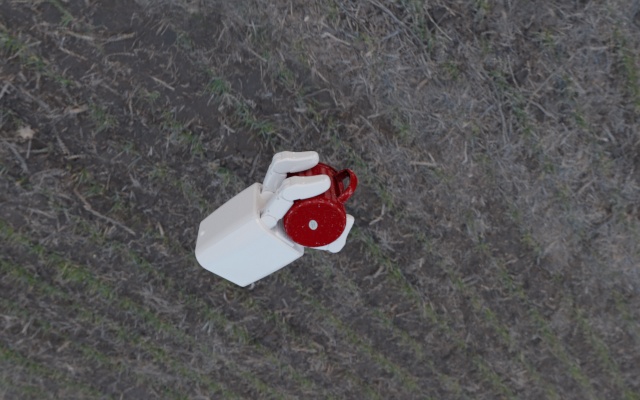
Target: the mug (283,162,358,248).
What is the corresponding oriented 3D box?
[{"bbox_3d":[0.001,0.001,0.632,0.117,0.093,0.081,-32,33,17],"label":"mug"}]
